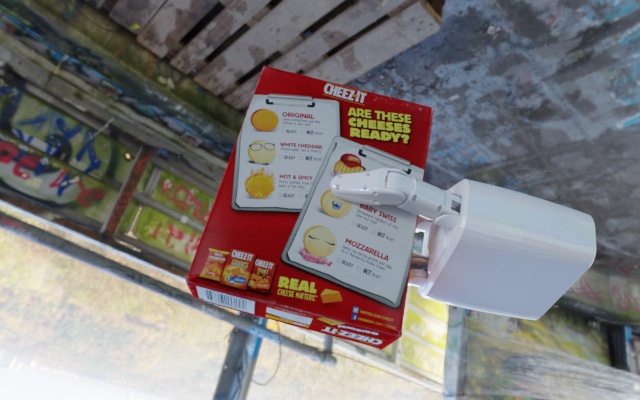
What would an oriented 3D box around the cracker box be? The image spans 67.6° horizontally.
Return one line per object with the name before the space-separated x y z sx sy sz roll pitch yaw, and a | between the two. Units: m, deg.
cracker box | 0.000 0.001 0.417 0.164 0.213 0.072 14 -27 -1
